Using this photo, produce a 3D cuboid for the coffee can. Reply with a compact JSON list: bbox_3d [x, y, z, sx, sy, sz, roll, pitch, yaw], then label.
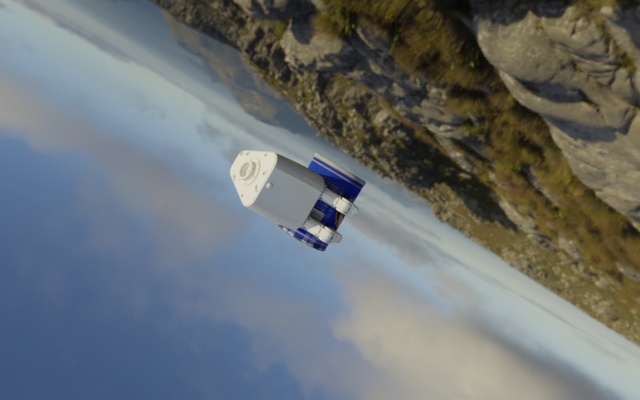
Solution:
[{"bbox_3d":[0.000,0.003,0.833,0.103,0.140,0.103,31,3,-2],"label":"coffee can"}]
